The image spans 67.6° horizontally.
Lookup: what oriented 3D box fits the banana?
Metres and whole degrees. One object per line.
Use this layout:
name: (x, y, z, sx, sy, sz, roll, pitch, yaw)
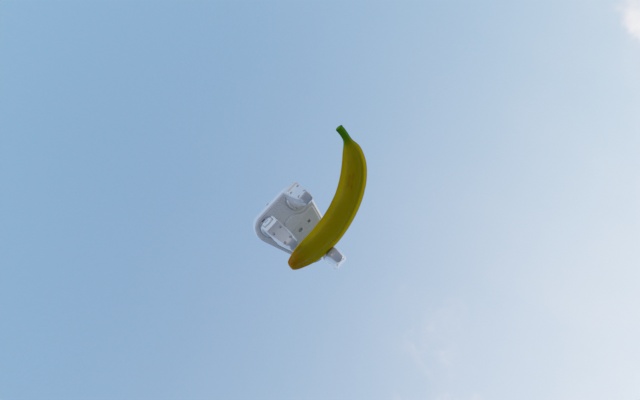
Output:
banana: (0.018, 0.005, 0.633, 0.069, 0.198, 0.037, 20, -2, -13)
